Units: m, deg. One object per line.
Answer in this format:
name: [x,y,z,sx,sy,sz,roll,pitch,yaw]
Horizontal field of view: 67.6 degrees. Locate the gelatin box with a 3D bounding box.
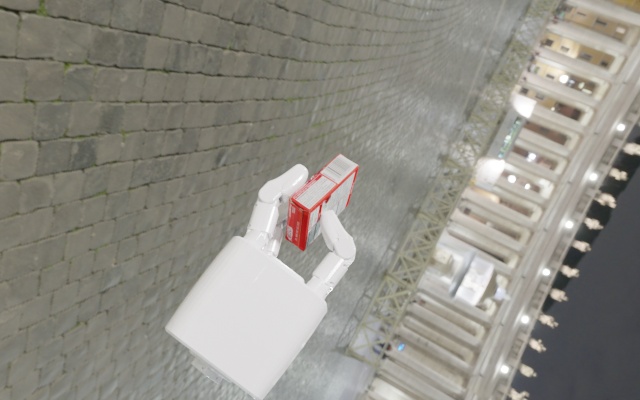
gelatin box: [0.001,0.002,0.521,0.030,0.073,0.089,35,56,18]
